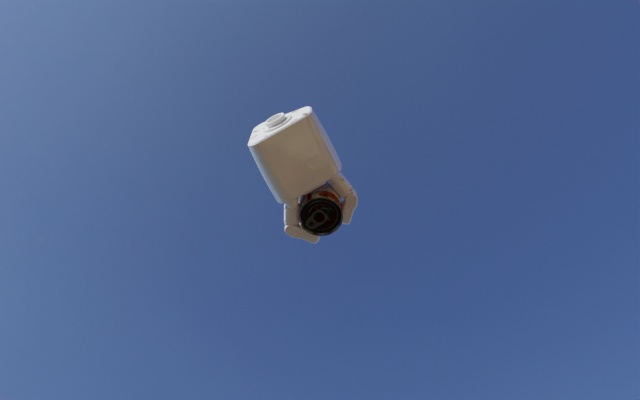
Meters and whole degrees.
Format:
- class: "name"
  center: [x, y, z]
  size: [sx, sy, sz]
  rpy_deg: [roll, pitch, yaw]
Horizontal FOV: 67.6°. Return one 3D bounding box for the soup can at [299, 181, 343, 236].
- class: "soup can"
  center: [0.000, 0.003, 0.777]
  size: [0.068, 0.068, 0.102]
  rpy_deg: [0, 27, -1]
